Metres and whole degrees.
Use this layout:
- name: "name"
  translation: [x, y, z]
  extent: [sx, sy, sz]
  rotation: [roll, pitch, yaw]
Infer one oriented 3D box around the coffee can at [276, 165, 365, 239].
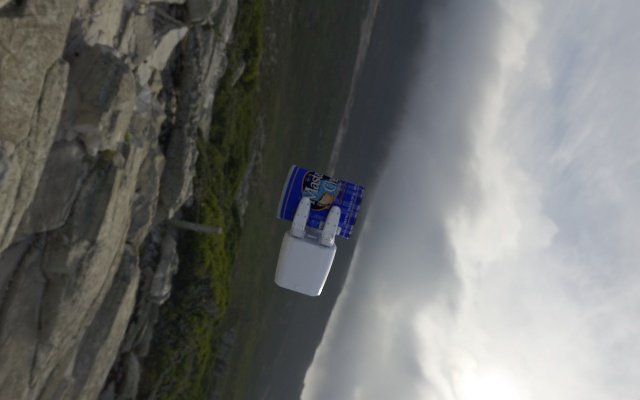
- name: "coffee can"
  translation: [0.000, 0.003, 0.887]
  extent: [0.140, 0.103, 0.103]
  rotation: [17, 0, 1]
